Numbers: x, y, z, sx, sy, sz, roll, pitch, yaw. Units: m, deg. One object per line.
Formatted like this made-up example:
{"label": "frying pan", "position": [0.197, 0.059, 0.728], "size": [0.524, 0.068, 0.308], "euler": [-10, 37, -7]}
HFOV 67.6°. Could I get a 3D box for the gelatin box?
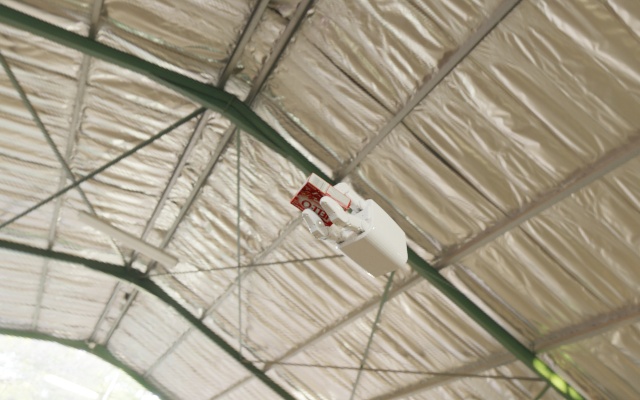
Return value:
{"label": "gelatin box", "position": [0.000, 0.002, 0.863], "size": [0.089, 0.030, 0.073], "euler": [35, -45, -8]}
